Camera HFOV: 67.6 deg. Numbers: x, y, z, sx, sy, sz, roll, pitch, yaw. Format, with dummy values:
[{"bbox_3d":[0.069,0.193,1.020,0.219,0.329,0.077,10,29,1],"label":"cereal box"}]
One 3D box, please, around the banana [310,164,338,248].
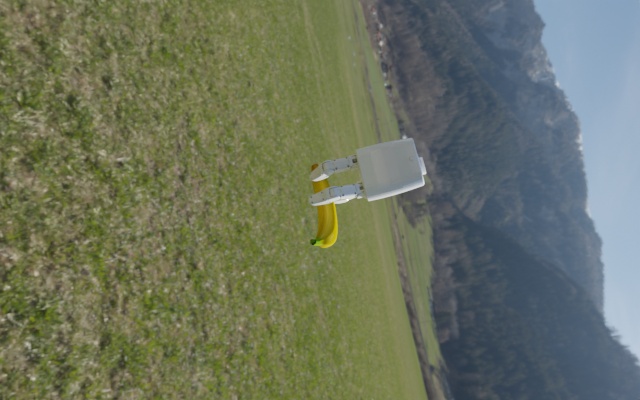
[{"bbox_3d":[0.007,0.017,0.896,0.037,0.197,0.070,-15,-44,14],"label":"banana"}]
